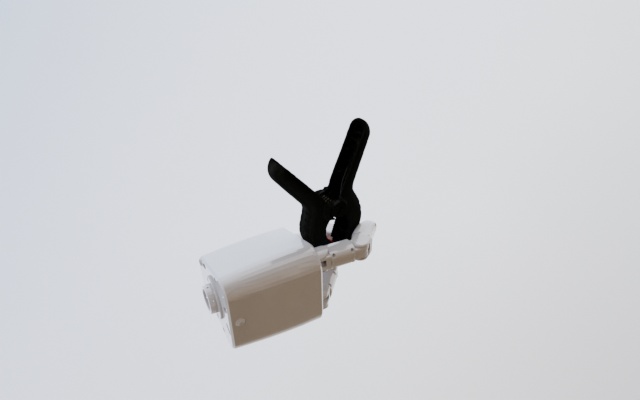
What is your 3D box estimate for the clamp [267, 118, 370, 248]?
[{"bbox_3d":[0.000,0.002,0.521,0.120,0.172,0.039,-17,35,-23],"label":"clamp"}]
